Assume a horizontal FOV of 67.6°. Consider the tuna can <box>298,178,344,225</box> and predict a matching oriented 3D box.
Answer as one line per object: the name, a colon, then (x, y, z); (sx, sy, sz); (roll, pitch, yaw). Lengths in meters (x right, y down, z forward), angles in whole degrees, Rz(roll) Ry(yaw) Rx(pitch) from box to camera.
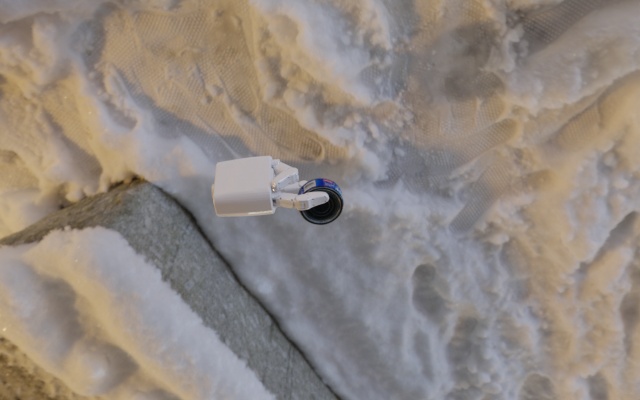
tuna can: (0.000, 0.003, 0.894); (0.086, 0.086, 0.033); (0, 31, -6)
